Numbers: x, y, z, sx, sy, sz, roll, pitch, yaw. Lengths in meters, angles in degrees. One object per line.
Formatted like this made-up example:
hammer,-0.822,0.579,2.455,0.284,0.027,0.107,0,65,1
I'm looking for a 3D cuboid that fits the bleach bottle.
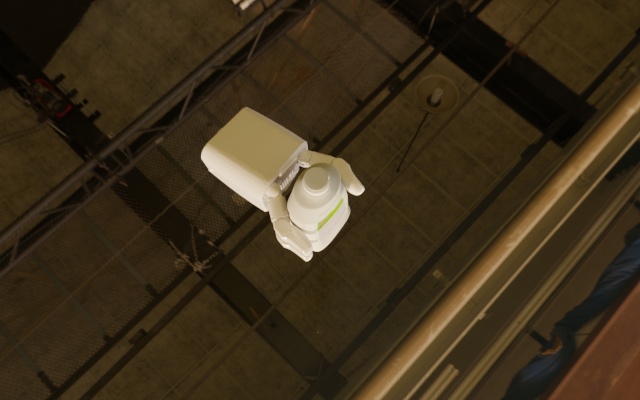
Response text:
bleach bottle,0.000,0.002,0.656,0.068,0.102,0.251,34,-13,9
